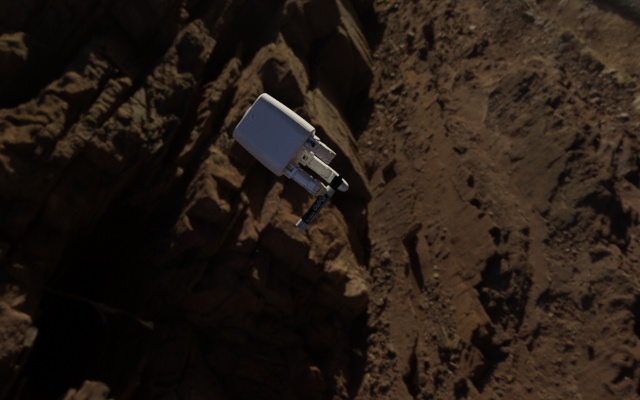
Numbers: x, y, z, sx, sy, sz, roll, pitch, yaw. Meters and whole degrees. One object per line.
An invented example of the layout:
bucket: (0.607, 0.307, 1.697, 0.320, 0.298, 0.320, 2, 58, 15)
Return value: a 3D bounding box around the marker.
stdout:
marker: (0.000, 0.003, 0.850, 0.020, 0.121, 0.020, 38, 6, -4)
